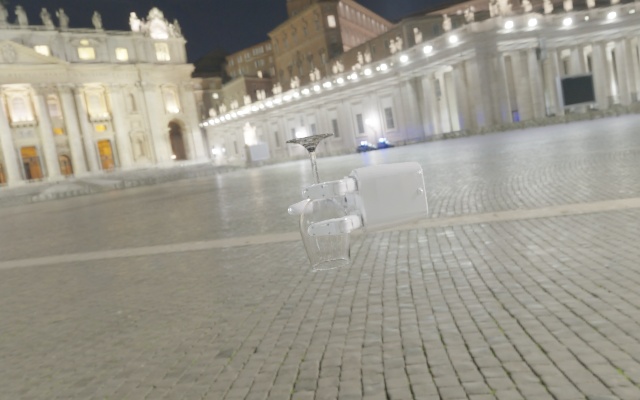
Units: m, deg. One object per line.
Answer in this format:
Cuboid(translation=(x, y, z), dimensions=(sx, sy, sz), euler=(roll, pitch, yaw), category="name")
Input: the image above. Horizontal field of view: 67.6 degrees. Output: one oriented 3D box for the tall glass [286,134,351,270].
Cuboid(translation=(0.000, 0.002, 0.735), dimensions=(0.079, 0.201, 0.079), euler=(-9, 4, 1), category="tall glass")
